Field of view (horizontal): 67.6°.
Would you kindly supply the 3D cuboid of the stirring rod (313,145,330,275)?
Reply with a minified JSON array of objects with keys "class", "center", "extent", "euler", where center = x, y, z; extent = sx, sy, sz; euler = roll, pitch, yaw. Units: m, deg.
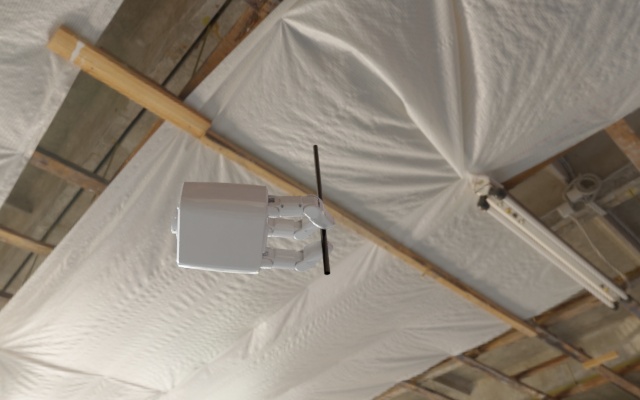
[{"class":"stirring rod","center":[0.000,0.002,0.664],"extent":[0.011,0.239,0.011],"euler":[-3,-44,-3]}]
